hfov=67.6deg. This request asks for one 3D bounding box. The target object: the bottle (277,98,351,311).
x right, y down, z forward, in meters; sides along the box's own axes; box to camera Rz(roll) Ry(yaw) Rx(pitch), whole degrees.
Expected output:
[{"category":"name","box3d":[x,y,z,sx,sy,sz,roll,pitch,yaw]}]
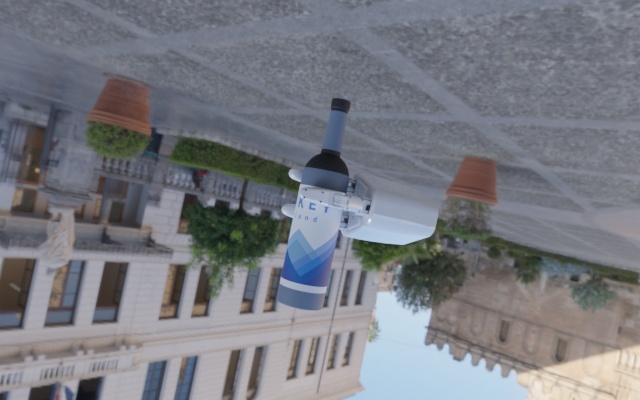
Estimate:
[{"category":"bottle","box3d":[0.000,0.002,0.677,0.069,0.295,0.069,12,-1,0]}]
